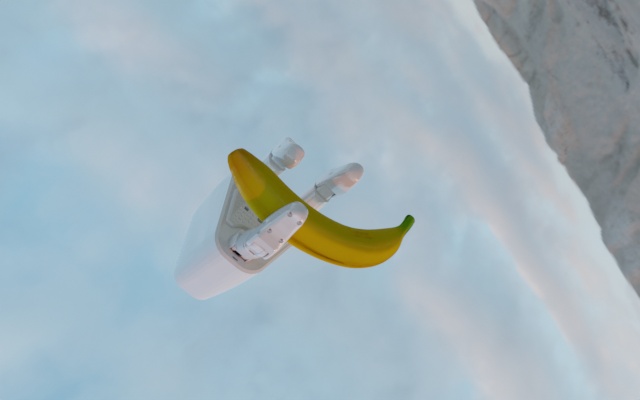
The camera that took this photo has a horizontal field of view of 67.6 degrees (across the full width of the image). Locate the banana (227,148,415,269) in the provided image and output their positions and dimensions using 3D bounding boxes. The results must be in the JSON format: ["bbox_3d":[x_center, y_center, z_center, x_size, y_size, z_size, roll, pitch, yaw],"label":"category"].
[{"bbox_3d":[0.001,0.019,0.429,0.198,0.069,0.037,22,-31,-27],"label":"banana"}]
